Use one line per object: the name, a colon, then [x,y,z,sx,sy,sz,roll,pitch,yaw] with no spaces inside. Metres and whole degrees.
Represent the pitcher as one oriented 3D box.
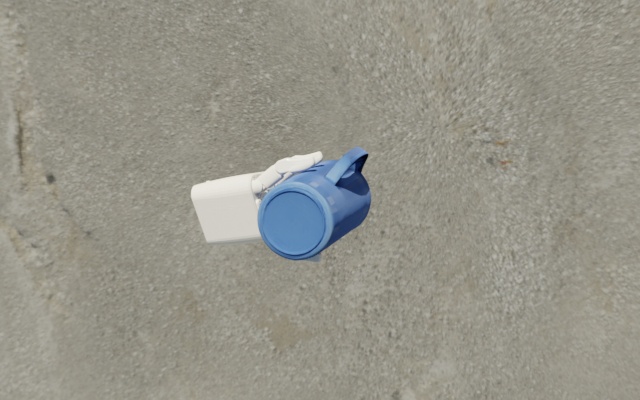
pitcher: [0.000,0.003,0.740,0.145,0.149,0.243,-8,6,16]
